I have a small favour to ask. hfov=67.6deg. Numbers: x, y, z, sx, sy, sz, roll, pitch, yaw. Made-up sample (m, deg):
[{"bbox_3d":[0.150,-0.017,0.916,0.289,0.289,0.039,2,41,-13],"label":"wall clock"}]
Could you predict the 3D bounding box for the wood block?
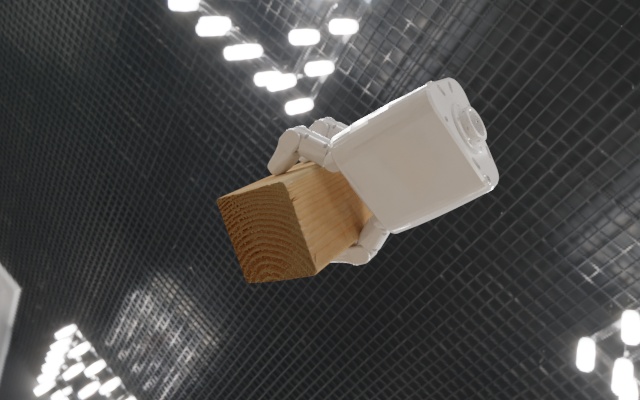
[{"bbox_3d":[0.001,0.002,0.519,0.090,0.091,0.206,-13,10,35],"label":"wood block"}]
